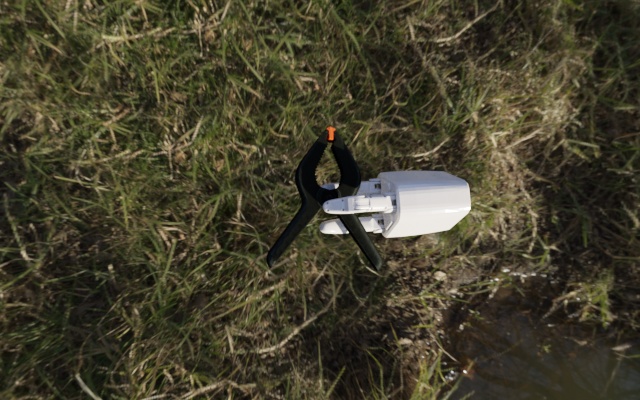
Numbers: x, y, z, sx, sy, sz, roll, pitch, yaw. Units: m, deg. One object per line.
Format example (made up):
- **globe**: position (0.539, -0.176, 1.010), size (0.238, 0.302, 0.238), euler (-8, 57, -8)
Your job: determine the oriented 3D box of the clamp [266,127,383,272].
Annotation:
- **clamp**: position (0.000, 0.002, 0.677), size (0.164, 0.210, 0.036), euler (-4, -4, -9)
